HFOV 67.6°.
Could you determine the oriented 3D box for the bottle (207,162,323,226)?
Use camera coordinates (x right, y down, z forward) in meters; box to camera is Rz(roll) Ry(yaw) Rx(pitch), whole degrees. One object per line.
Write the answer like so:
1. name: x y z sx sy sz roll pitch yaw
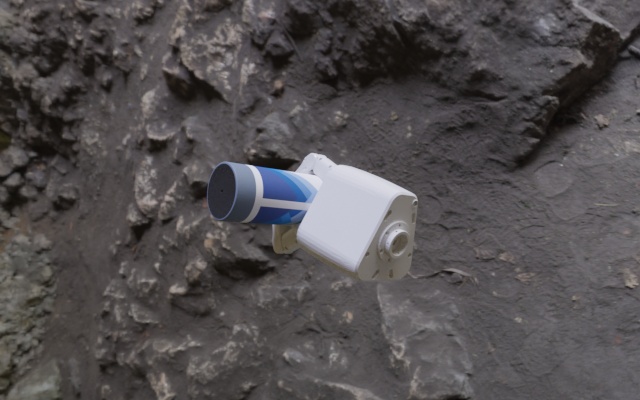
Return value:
1. bottle: 0.000 0.002 0.626 0.296 0.069 0.069 6 -4 -41
